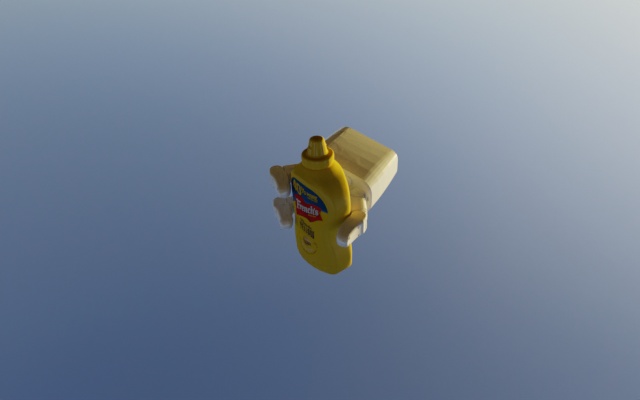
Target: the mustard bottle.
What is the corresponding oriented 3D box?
[{"bbox_3d":[0.000,0.002,0.634,0.058,0.192,0.096,-24,41,-27],"label":"mustard bottle"}]
